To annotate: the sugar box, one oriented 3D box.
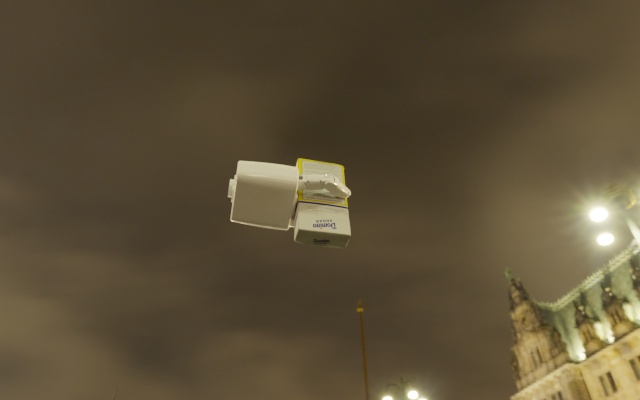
[{"bbox_3d":[0.000,0.003,0.864,0.093,0.176,0.048,8,-42,-10],"label":"sugar box"}]
